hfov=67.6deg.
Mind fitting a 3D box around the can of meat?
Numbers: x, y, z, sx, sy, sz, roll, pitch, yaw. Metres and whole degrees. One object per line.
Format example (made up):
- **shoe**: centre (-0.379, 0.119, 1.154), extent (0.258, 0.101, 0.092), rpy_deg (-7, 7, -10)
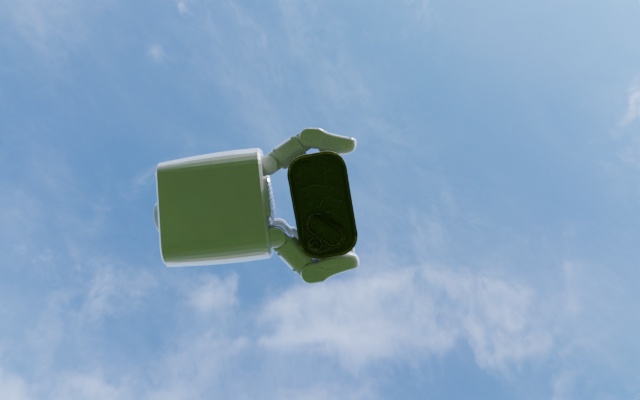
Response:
- **can of meat**: centre (0.000, 0.001, 0.496), extent (0.057, 0.102, 0.084), rpy_deg (-10, 5, -2)
